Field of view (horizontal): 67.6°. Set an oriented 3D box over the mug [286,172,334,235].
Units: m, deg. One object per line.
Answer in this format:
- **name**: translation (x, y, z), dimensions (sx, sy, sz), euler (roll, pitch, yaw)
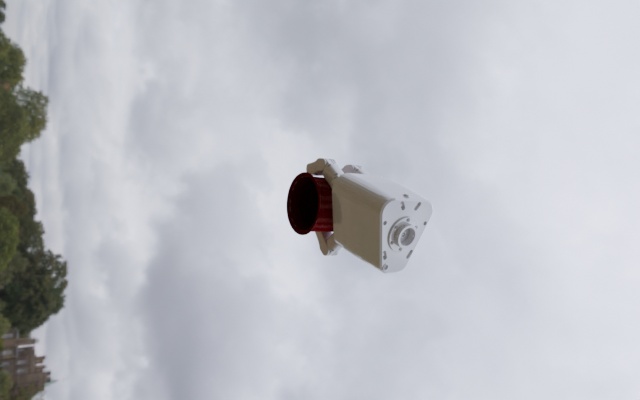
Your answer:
- **mug**: translation (0.000, 0.002, 0.734), dimensions (0.081, 0.093, 0.117), euler (3, 18, -34)
